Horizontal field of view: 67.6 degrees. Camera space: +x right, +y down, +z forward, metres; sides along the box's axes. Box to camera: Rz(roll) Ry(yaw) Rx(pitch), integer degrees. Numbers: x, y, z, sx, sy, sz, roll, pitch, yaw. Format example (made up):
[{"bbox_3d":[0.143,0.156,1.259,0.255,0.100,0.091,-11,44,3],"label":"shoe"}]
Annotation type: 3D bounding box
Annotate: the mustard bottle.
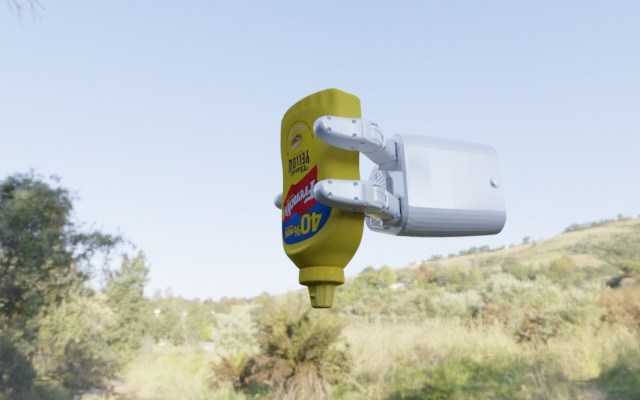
[{"bbox_3d":[0.000,0.001,0.440,0.058,0.191,0.096,11,-21,-37],"label":"mustard bottle"}]
